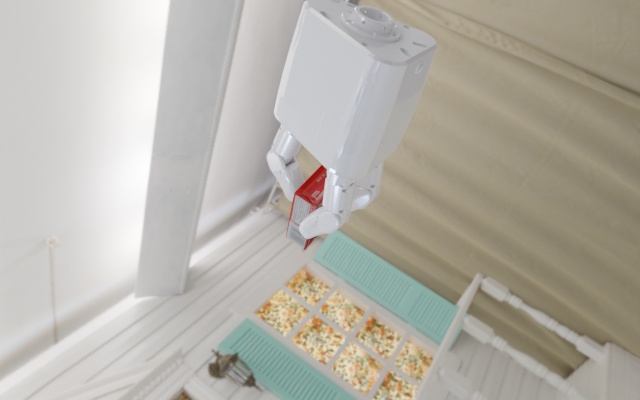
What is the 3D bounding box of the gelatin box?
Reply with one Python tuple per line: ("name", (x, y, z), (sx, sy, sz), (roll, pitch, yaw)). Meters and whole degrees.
("gelatin box", (0.000, 0.002, 0.511), (0.030, 0.073, 0.089), (34, -35, 14))
